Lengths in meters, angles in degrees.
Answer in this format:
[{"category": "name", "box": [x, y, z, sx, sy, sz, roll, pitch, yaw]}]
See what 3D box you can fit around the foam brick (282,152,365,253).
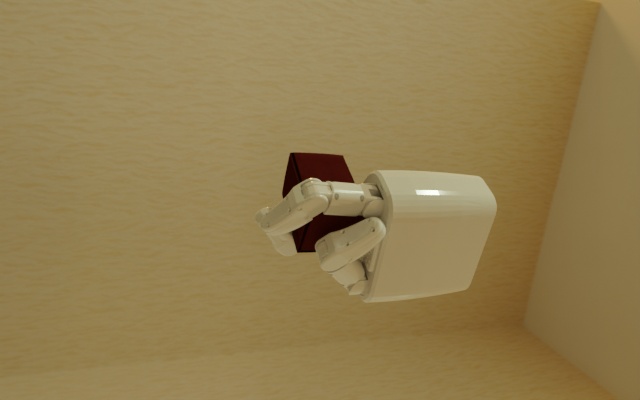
[{"category": "foam brick", "box": [0.000, 0.001, 0.428, 0.051, 0.078, 0.053, -1, -44, -19]}]
